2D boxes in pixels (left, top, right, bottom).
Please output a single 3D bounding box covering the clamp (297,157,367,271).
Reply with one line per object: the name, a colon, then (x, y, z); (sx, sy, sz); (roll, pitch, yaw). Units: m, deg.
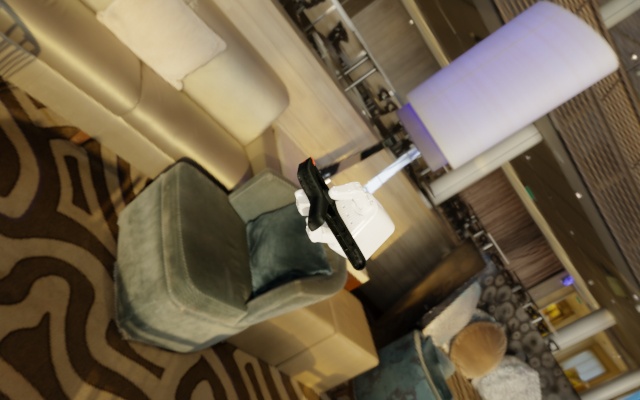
clamp: (0.001, 0.002, 0.767); (0.036, 0.209, 0.165); (-31, -34, 11)
